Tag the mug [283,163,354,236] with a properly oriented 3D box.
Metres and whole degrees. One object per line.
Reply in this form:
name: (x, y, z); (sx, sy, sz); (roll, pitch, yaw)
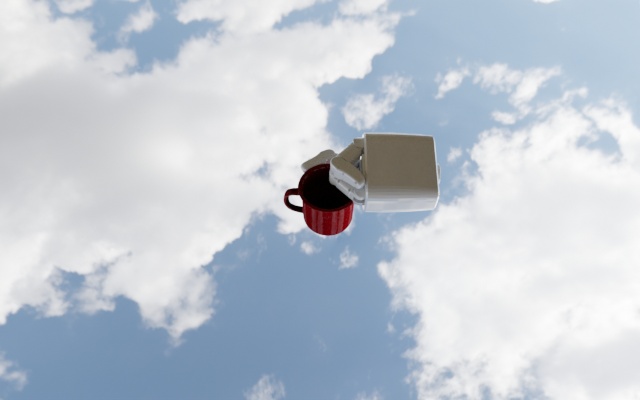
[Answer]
mug: (-0.001, 0.003, 0.754); (0.117, 0.093, 0.082); (0, -35, 0)
